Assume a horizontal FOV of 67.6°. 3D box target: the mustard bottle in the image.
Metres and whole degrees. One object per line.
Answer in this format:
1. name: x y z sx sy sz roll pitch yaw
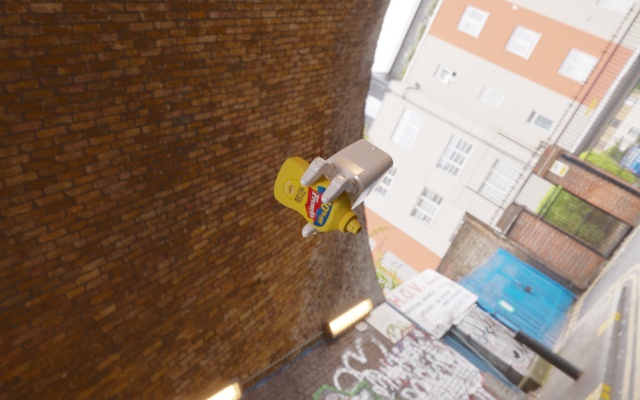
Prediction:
1. mustard bottle: 0.000 0.003 0.900 0.191 0.096 0.058 36 29 25
